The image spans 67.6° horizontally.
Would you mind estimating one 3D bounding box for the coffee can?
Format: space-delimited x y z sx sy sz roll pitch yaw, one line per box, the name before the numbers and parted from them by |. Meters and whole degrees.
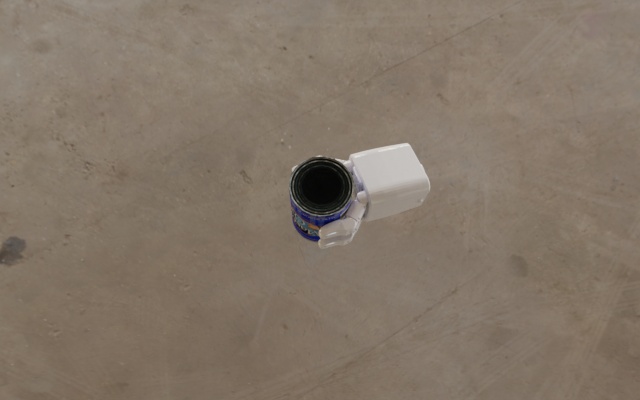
coffee can | 0.000 0.003 0.804 0.103 0.102 0.140 0 -21 -1
